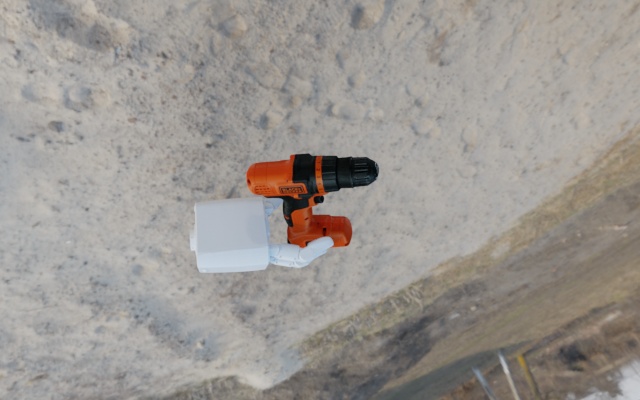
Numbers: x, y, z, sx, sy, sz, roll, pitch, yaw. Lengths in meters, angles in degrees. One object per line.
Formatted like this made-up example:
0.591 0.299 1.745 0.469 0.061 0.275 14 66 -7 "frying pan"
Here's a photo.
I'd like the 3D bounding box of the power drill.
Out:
0.000 0.003 0.714 0.184 0.057 0.188 -2 -36 11 "power drill"
